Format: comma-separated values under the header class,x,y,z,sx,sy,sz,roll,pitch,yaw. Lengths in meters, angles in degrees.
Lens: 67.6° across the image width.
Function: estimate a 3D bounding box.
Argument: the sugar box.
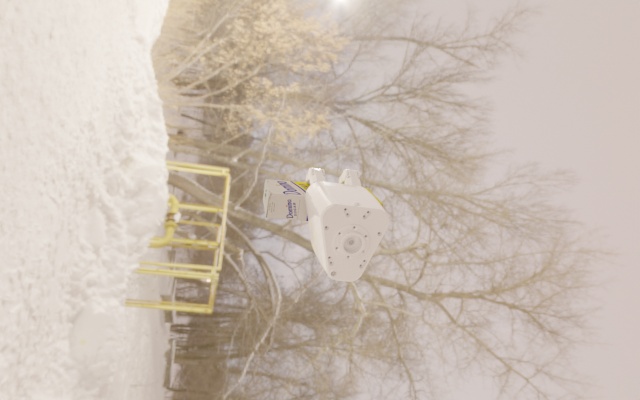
class,x,y,z,sx,sy,sz,roll,pitch,yaw
sugar box,0.000,0.002,0.756,0.176,0.048,0.093,7,15,-13
